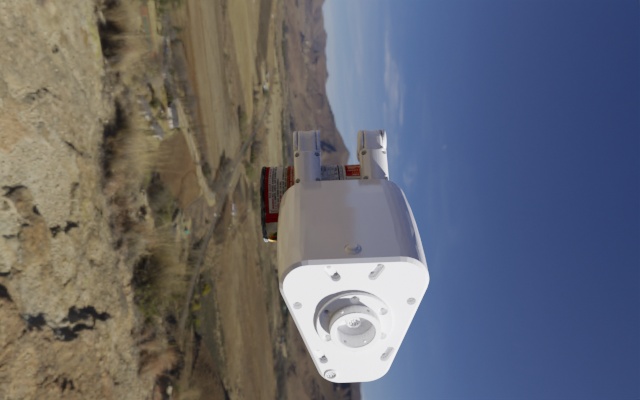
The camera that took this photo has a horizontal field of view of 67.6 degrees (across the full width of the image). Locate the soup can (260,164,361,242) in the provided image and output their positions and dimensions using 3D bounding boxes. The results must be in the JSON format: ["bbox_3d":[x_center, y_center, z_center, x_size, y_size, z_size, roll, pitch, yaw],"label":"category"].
[{"bbox_3d":[0.000,0.001,0.430,0.102,0.068,0.068,-2,0,0],"label":"soup can"}]
